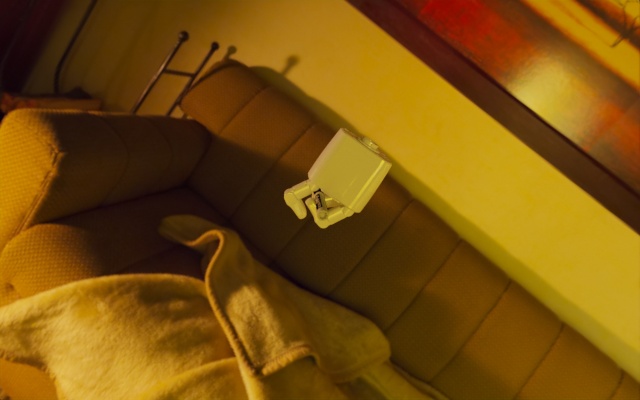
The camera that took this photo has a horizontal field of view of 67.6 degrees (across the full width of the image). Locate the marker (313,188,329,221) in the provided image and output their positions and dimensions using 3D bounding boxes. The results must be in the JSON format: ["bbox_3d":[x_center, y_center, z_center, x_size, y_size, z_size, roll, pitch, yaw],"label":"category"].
[{"bbox_3d":[0.000,0.003,0.819,0.020,0.020,0.121,0,21,-4],"label":"marker"}]
